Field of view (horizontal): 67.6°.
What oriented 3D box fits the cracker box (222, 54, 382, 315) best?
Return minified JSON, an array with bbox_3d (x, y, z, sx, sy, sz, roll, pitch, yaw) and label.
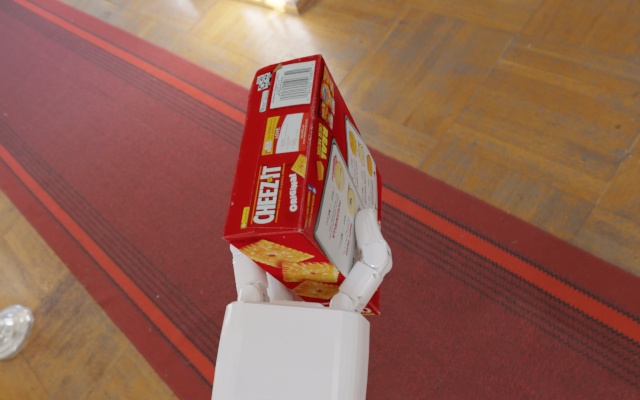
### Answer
[{"bbox_3d":[0.000,0.001,0.449,0.072,0.164,0.214,-5,-29,20],"label":"cracker box"}]
